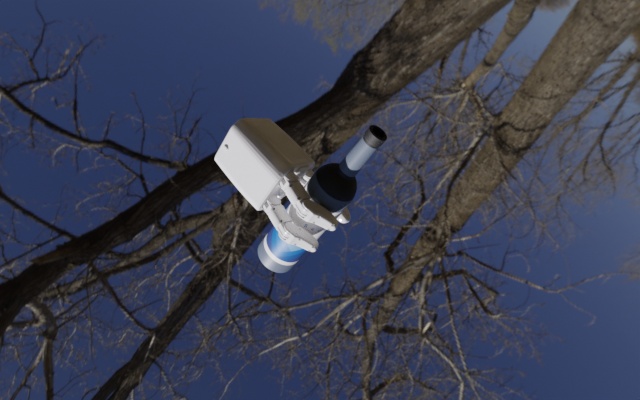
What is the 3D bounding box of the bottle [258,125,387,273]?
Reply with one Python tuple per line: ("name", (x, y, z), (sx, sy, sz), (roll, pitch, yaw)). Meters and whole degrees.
("bottle", (0.000, 0.003, 0.700), (0.069, 0.069, 0.296), (0, -37, -39))
